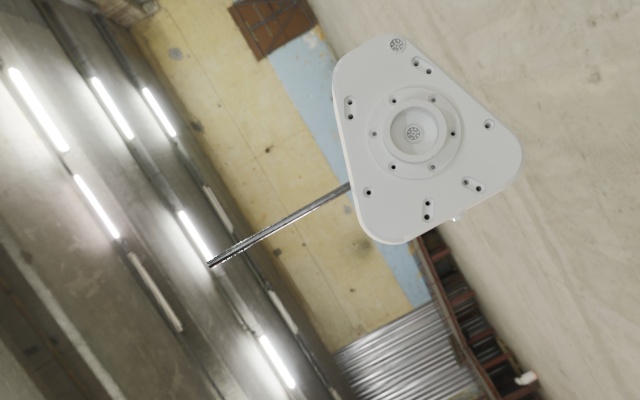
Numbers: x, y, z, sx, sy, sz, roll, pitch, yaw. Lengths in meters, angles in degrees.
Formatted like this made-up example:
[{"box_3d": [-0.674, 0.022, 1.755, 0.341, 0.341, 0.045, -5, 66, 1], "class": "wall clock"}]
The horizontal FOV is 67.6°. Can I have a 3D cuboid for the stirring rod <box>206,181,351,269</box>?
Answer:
[{"box_3d": [0.000, 0.001, 0.435, 0.239, 0.011, 0.011, -29, -3, 5], "class": "stirring rod"}]
